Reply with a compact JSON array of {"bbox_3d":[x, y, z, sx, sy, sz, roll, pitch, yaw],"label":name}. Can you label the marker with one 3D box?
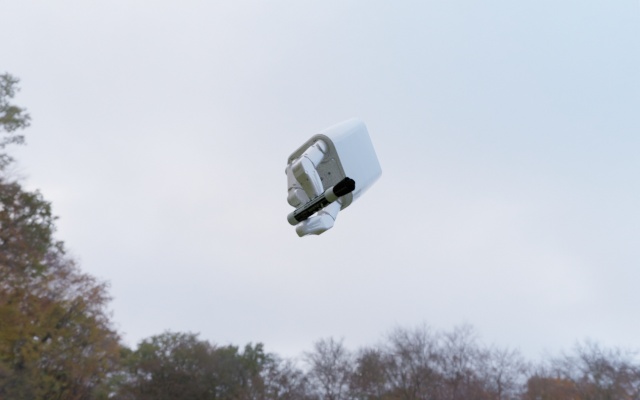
[{"bbox_3d":[0.000,0.002,0.599,0.020,0.020,0.121,0,-24,-43],"label":"marker"}]
